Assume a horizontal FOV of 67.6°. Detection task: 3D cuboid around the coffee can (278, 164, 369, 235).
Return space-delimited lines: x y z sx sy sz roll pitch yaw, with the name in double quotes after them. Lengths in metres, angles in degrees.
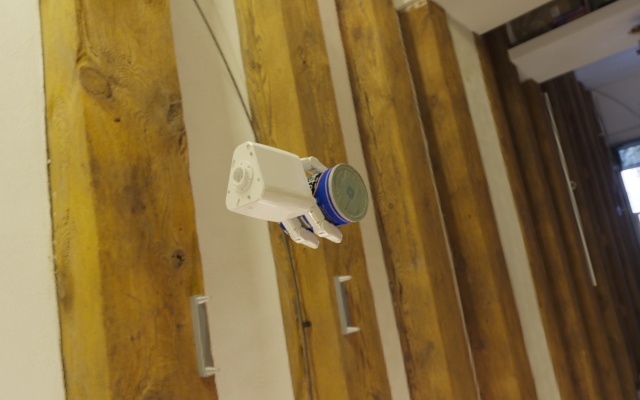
0.000 0.003 0.858 0.140 0.103 0.103 -18 -12 38 "coffee can"
